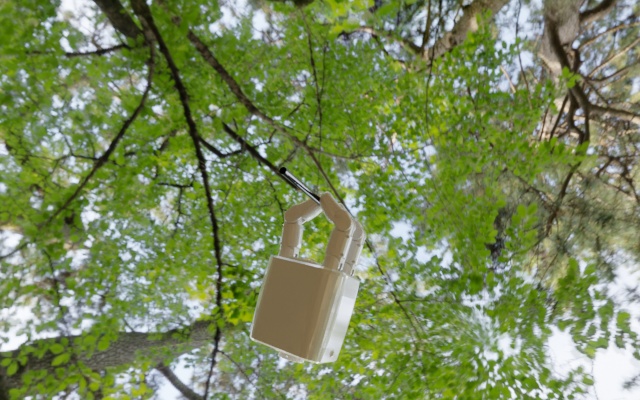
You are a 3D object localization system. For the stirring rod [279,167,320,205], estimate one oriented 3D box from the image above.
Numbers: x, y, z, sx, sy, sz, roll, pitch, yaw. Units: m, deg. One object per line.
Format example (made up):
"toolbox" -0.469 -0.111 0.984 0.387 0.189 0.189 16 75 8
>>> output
"stirring rod" 0.000 0.002 0.594 0.011 0.011 0.239 0 -16 19
